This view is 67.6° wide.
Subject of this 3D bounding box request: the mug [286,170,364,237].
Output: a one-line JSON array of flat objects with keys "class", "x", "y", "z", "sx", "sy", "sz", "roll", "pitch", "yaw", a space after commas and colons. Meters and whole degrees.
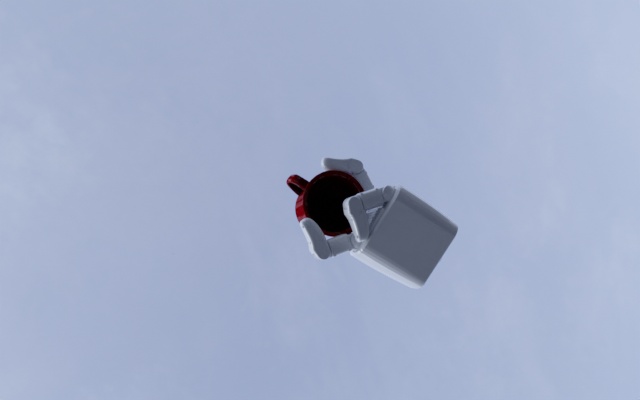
[{"class": "mug", "x": -0.001, "y": 0.002, "z": 0.691, "sx": 0.117, "sy": 0.093, "sz": 0.081, "roll": 33, "pitch": -14, "yaw": -9}]
